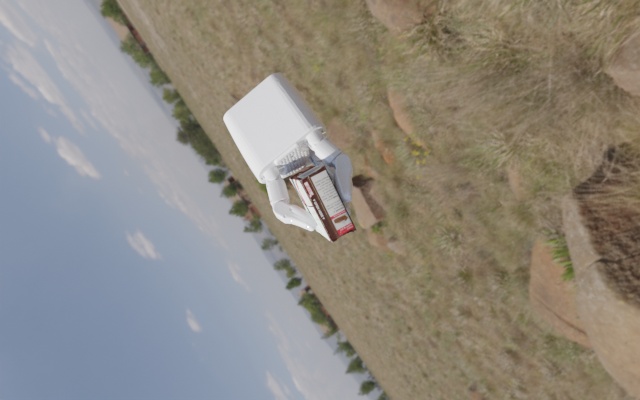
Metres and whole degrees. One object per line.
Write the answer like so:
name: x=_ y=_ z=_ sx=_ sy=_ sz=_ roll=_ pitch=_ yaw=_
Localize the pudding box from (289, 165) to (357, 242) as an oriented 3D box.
pudding box: x=0.000 y=0.002 z=0.624 sx=0.039 sy=0.090 sz=0.113 roll=-28 pitch=8 yaw=-6
